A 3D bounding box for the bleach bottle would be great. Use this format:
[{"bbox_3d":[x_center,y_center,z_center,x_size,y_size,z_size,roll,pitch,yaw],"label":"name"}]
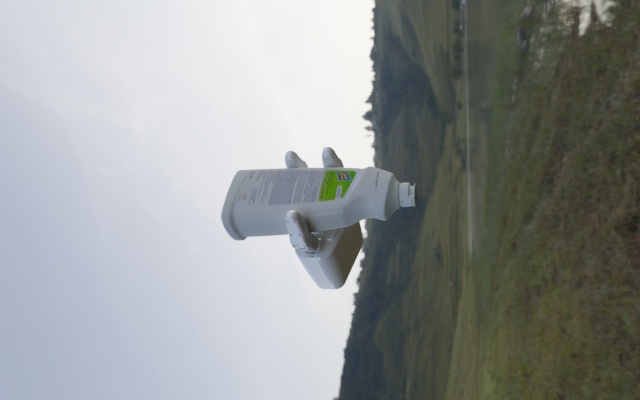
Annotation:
[{"bbox_3d":[0.000,0.002,0.639,0.251,0.102,0.068,-1,-37,17],"label":"bleach bottle"}]
